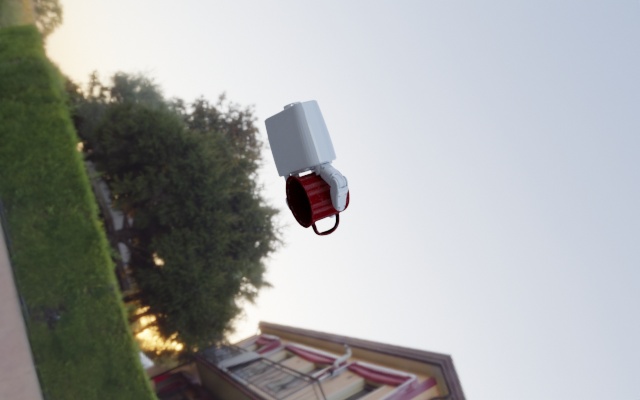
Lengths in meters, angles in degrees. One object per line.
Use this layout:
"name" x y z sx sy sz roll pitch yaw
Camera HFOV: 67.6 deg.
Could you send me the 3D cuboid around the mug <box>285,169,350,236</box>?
"mug" 0.001 0.004 0.819 0.081 0.117 0.093 -19 5 -26
